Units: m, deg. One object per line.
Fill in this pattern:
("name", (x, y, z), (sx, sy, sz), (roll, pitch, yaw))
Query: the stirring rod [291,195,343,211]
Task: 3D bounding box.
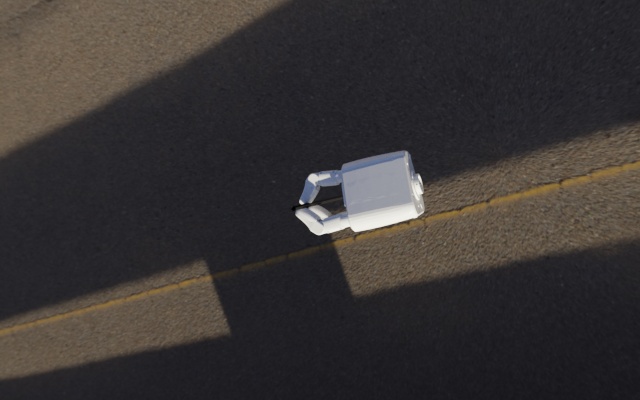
("stirring rod", (0.000, 0.003, 0.863), (0.011, 0.011, 0.239), (0, 5, 21))
